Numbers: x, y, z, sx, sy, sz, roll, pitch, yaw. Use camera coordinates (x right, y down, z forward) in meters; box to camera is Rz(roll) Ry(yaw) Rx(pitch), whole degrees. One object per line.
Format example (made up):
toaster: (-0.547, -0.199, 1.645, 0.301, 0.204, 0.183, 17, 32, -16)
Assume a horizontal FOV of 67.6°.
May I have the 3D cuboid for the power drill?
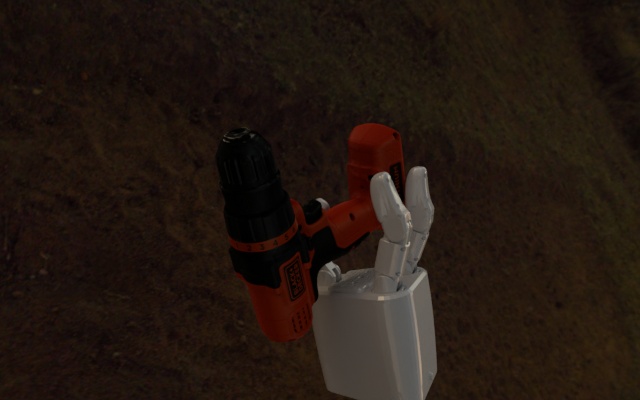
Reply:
power drill: (0.000, 0.001, 0.408, 0.057, 0.184, 0.187, 18, 39, 38)
